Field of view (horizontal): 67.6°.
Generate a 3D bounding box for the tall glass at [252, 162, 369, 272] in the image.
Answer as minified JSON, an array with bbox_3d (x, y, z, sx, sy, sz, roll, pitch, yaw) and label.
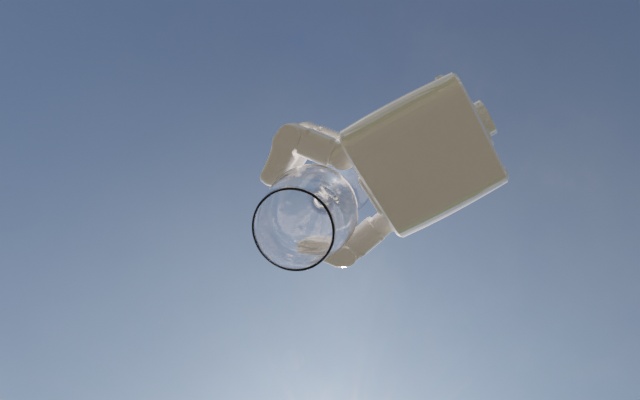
[{"bbox_3d":[0.000,0.001,0.433,0.079,0.079,0.201,0,12,12],"label":"tall glass"}]
